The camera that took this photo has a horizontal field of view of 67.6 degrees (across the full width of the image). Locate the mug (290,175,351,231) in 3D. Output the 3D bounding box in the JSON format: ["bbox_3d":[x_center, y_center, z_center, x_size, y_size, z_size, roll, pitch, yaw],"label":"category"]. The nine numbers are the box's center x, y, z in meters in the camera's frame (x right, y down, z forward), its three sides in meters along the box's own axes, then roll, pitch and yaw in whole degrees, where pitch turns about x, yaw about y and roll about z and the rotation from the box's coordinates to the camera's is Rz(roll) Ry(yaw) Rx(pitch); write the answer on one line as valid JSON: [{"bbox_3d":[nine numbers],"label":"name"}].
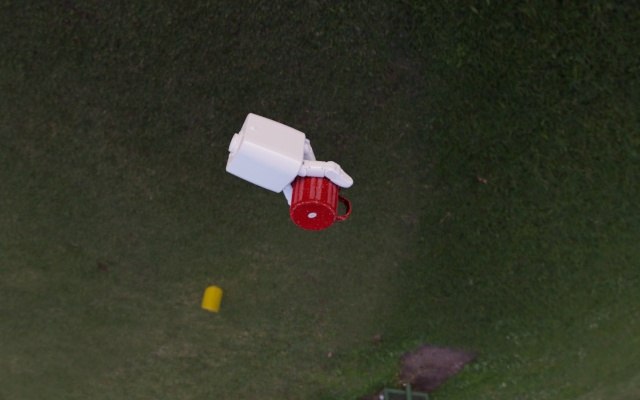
[{"bbox_3d":[0.001,0.003,0.848,0.117,0.081,0.093,21,-45,-17],"label":"mug"}]
